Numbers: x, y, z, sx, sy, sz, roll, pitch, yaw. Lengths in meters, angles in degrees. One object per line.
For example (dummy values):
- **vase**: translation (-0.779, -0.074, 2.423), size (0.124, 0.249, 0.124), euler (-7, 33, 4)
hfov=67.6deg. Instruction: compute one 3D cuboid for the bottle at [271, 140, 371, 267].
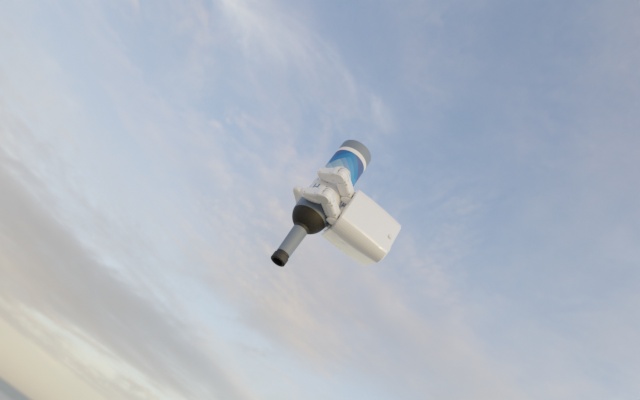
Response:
- **bottle**: translation (0.000, 0.003, 0.868), size (0.069, 0.069, 0.295), euler (0, 42, 40)
